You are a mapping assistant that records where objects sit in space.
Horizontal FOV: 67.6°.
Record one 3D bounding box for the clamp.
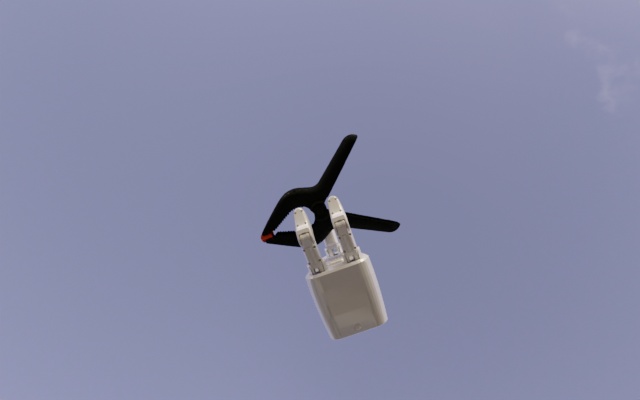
[{"bbox_3d":[0.000,0.003,0.738,0.210,0.164,0.036,-20,7,2],"label":"clamp"}]
